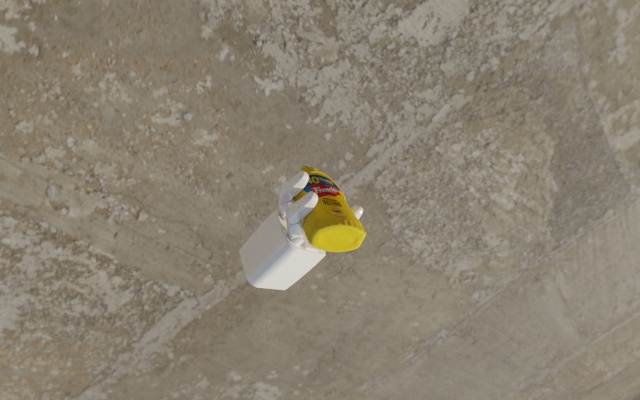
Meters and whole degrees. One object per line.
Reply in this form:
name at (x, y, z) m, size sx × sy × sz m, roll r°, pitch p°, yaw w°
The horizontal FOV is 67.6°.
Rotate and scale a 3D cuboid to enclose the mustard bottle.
mustard bottle at (0.000, 0.003, 0.809) m, size 0.096 × 0.058 × 0.191 m, roll 6°, pitch 36°, yaw -27°
